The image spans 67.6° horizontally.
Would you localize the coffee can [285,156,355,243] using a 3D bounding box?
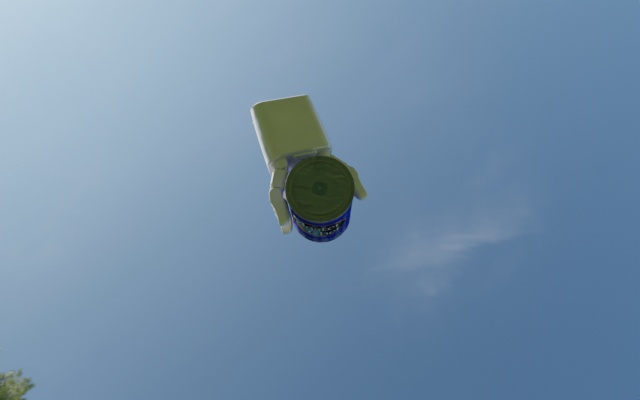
[{"bbox_3d":[0.000,0.003,0.762,0.103,0.102,0.140,0,-18,1],"label":"coffee can"}]
